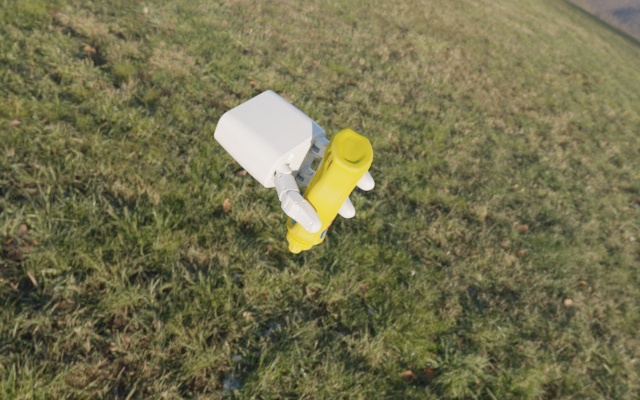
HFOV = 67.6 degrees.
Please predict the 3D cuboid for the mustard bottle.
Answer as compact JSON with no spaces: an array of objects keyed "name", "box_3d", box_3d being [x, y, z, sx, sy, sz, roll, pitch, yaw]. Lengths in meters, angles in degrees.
[{"name":"mustard bottle","box_3d":[0.000,0.002,0.635,0.058,0.192,0.096,26,36,-6]}]
